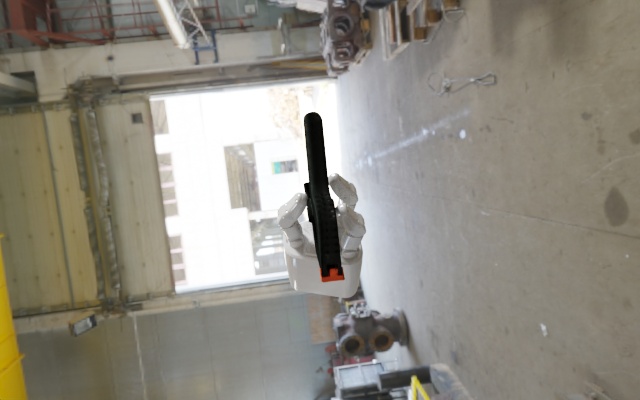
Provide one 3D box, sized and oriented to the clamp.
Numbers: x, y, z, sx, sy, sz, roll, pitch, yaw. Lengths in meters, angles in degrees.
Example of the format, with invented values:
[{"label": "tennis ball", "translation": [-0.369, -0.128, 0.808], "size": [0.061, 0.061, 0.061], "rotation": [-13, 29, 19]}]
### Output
[{"label": "clamp", "translation": [-0.001, 0.003, 0.614], "size": [0.036, 0.209, 0.165], "rotation": [-6, -40, -5]}]
